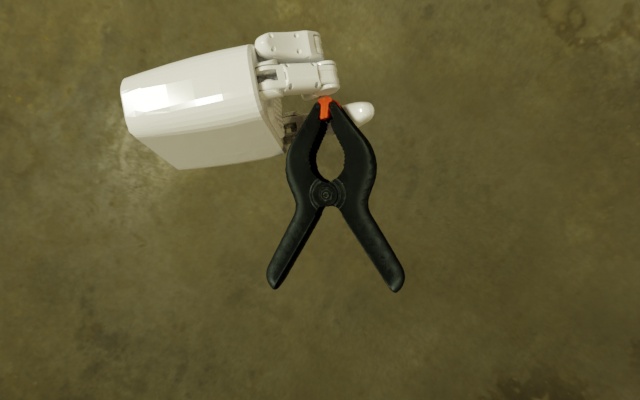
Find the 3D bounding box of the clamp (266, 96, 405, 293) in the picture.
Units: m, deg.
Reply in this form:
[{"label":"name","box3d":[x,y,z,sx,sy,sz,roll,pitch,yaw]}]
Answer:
[{"label":"clamp","box3d":[0.000,0.001,0.411,0.120,0.171,0.039,-10,-2,9]}]
